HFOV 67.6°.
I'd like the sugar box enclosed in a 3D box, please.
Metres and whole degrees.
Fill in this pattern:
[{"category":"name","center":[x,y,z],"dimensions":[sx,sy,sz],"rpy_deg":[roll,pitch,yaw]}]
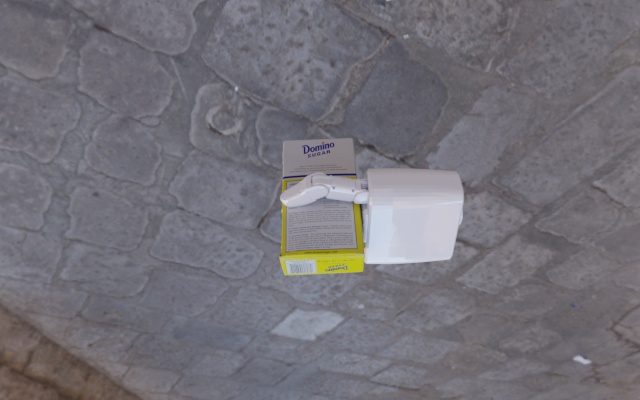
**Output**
[{"category":"sugar box","center":[0.000,0.002,0.577],"dimensions":[0.093,0.176,0.048],"rpy_deg":[-2,-40,1]}]
